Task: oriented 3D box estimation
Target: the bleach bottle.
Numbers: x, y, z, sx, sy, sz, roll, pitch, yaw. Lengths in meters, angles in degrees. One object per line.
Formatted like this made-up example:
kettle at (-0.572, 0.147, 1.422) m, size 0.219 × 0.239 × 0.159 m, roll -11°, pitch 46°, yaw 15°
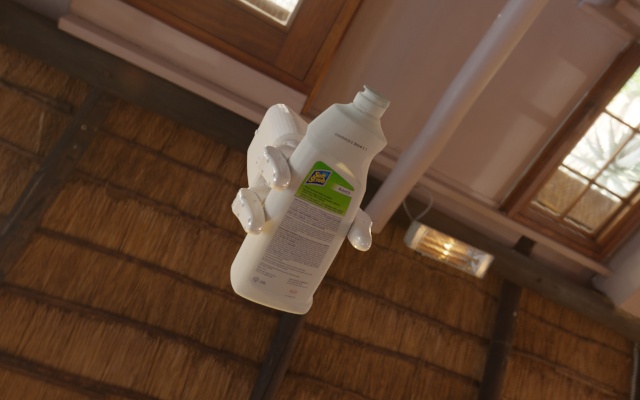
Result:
bleach bottle at (0.000, 0.002, 0.496) m, size 0.102 × 0.251 × 0.068 m, roll 22°, pitch 24°, yaw -23°
